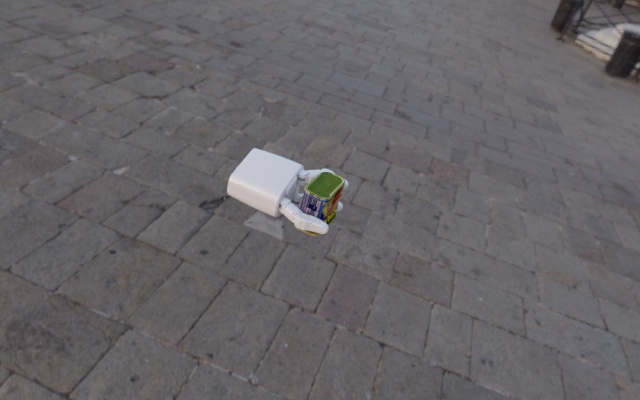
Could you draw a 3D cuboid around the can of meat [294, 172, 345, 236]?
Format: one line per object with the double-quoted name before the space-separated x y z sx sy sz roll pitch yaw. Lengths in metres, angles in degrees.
"can of meat" 0.000 0.003 0.888 0.057 0.084 0.102 24 34 14
